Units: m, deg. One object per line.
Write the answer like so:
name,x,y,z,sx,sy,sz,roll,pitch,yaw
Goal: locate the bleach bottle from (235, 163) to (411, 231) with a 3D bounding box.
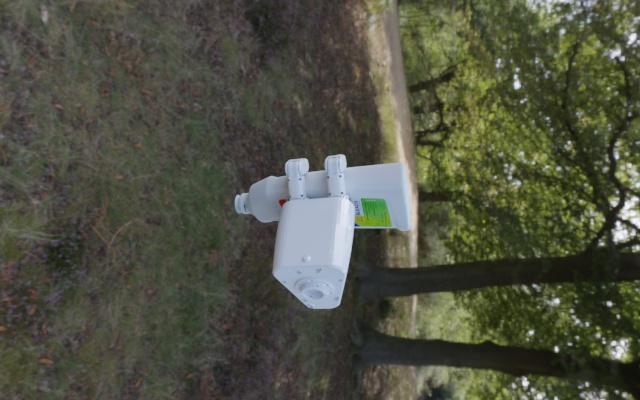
bleach bottle,0.000,0.002,0.695,0.251,0.068,0.103,-4,-41,14
